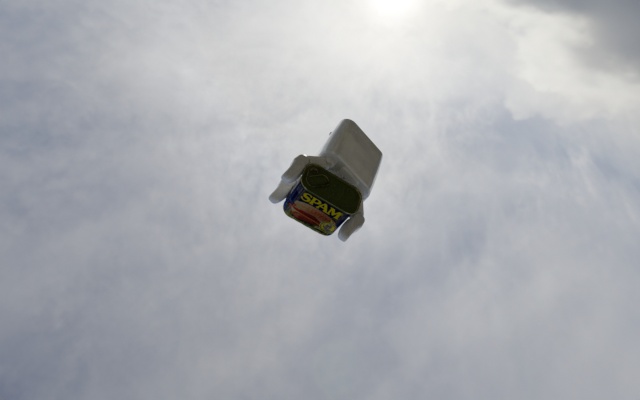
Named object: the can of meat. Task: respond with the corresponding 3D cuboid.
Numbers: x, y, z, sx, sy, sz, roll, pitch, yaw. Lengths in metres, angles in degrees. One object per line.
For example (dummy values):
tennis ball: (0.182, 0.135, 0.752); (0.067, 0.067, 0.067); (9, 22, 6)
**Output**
can of meat: (0.000, 0.003, 0.760); (0.102, 0.057, 0.084); (30, -42, -9)
